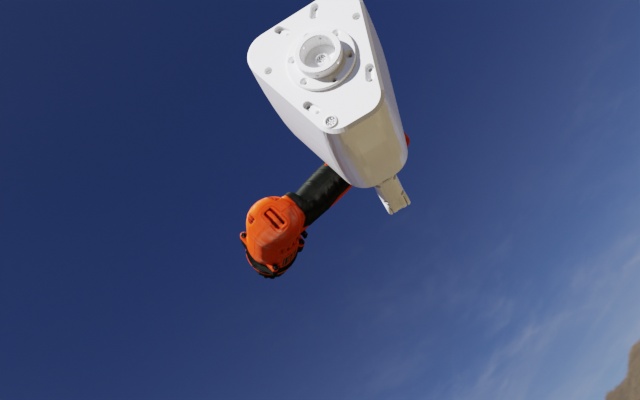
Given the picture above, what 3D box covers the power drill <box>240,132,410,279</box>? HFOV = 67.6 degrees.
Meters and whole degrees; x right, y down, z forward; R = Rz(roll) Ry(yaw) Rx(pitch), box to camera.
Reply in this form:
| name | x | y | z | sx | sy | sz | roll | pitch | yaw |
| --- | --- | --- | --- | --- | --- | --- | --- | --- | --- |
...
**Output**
| name | x | y | z | sx | sy | sz | roll | pitch | yaw |
| --- | --- | --- | --- | --- | --- | --- | --- | --- | --- |
| power drill | 0.000 | 0.001 | 0.489 | 0.187 | 0.057 | 0.184 | -44 | -7 | -18 |
